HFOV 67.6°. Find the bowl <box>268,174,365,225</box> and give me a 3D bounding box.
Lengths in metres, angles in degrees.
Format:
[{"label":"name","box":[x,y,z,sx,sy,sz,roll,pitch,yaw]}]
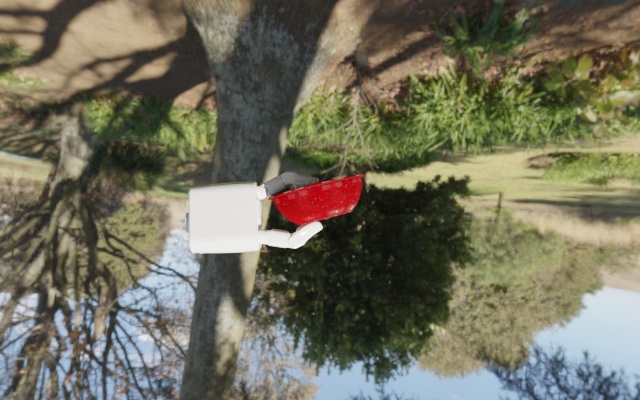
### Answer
[{"label":"bowl","box":[0.002,0.003,0.769,0.162,0.055,0.162,-15,-1,0]}]
